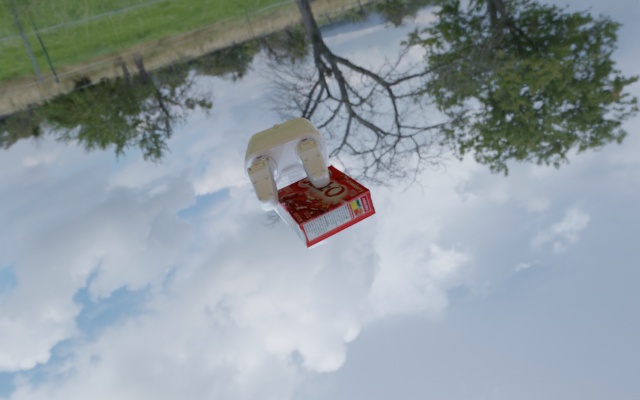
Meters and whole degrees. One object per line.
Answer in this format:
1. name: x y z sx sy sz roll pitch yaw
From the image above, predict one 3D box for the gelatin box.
1. gelatin box: 0.000 0.002 0.463 0.073 0.030 0.089 -25 28 -12
